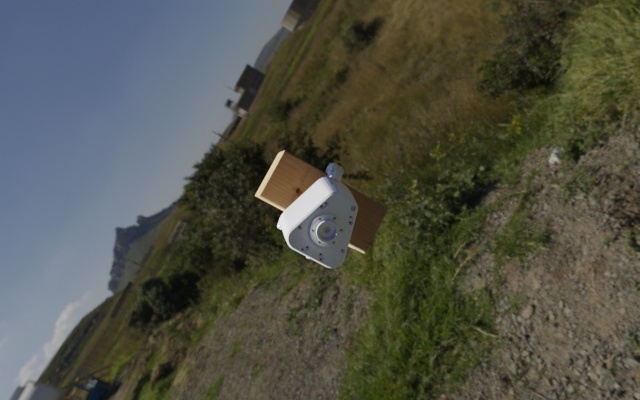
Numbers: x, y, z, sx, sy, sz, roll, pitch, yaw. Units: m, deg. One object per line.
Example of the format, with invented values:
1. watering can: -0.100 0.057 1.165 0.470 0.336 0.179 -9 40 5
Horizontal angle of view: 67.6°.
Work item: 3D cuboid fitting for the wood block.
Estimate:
1. wood block: 0.000 0.002 0.842 0.206 0.091 0.090 29 -5 -12
